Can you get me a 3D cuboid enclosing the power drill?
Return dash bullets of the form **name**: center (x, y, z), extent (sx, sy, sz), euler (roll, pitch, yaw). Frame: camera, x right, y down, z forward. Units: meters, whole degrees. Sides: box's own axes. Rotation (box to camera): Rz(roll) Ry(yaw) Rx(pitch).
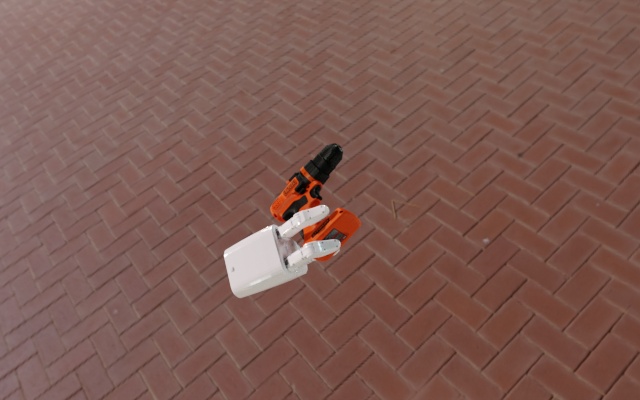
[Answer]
- **power drill**: center (0.000, 0.003, 0.854), extent (0.057, 0.184, 0.187), euler (31, 16, -36)
